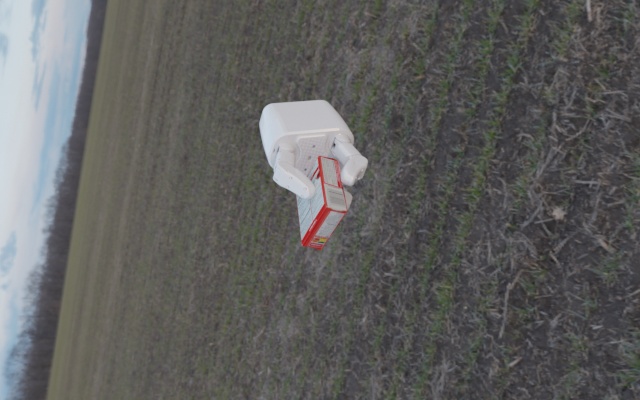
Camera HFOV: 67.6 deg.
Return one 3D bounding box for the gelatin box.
[{"bbox_3d":[0.000,0.002,0.574,0.030,0.089,0.073,13,-47,-21],"label":"gelatin box"}]
